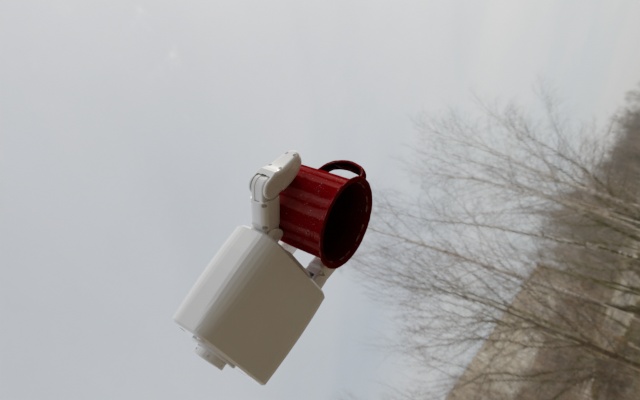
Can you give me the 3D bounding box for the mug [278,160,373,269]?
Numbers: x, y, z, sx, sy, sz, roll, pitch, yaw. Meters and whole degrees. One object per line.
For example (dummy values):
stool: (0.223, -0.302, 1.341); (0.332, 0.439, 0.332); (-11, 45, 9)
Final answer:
mug: (0.001, 0.000, 0.481); (0.081, 0.117, 0.093); (19, -29, 30)
